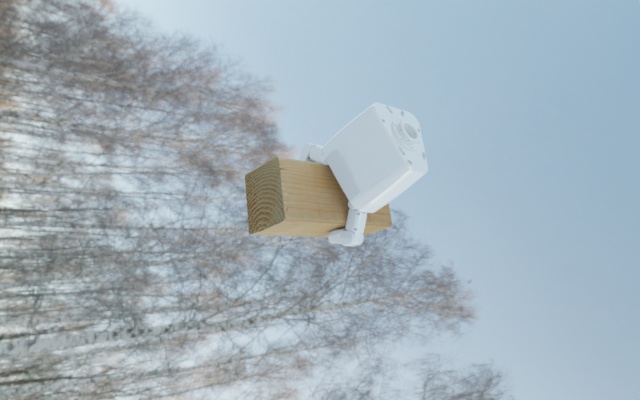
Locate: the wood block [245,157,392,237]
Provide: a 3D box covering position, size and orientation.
[{"bbox_3d":[0.001,0.003,0.713,0.206,0.090,0.090,6,-19,-40],"label":"wood block"}]
